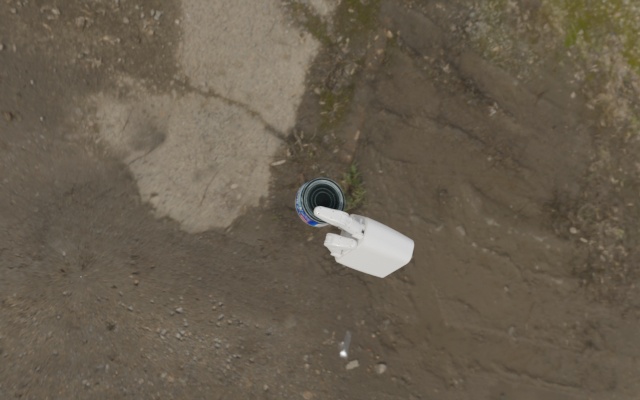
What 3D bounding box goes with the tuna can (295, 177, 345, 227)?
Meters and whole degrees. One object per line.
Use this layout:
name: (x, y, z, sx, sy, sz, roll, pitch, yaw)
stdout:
tuna can: (0.000, 0.003, 0.850, 0.086, 0.086, 0.034, 0, -10, -21)
